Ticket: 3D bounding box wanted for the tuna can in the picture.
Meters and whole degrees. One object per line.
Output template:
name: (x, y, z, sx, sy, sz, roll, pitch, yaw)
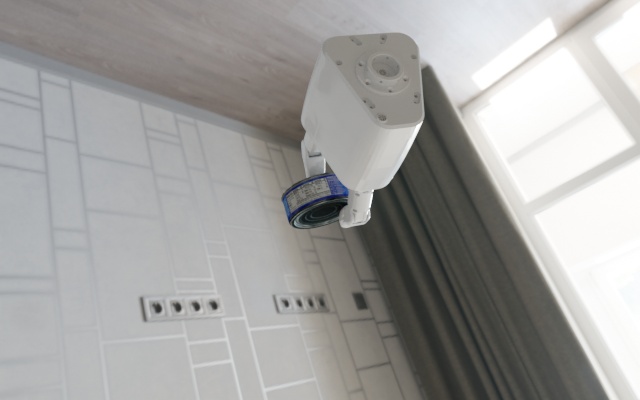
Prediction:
tuna can: (0.000, 0.002, 0.555, 0.086, 0.033, 0.086, -16, -20, -6)
